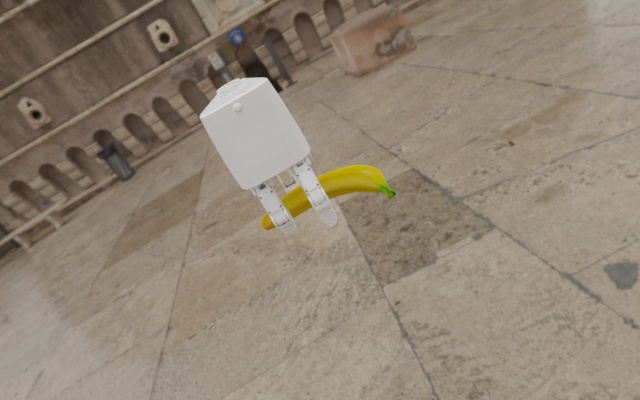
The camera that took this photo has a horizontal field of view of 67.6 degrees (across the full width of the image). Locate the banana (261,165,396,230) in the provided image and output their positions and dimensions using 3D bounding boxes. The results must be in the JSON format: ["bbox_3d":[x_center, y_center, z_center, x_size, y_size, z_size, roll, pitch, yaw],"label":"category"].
[{"bbox_3d":[0.006,-0.010,0.658,0.198,0.037,0.069,-17,31,23],"label":"banana"}]
